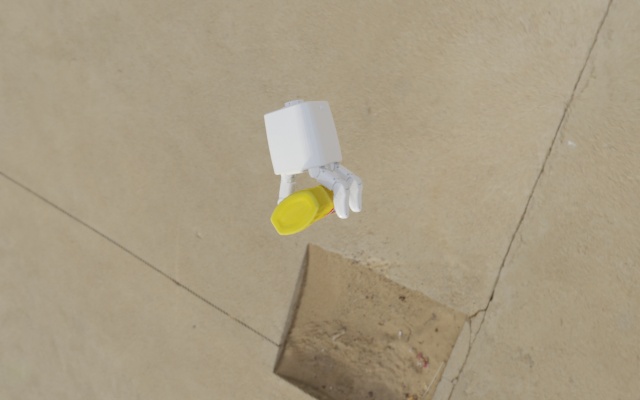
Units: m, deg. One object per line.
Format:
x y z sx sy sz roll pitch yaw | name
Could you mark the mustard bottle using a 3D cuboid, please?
0.000 0.003 0.825 0.096 0.058 0.191 -37 -7 28 | mustard bottle
